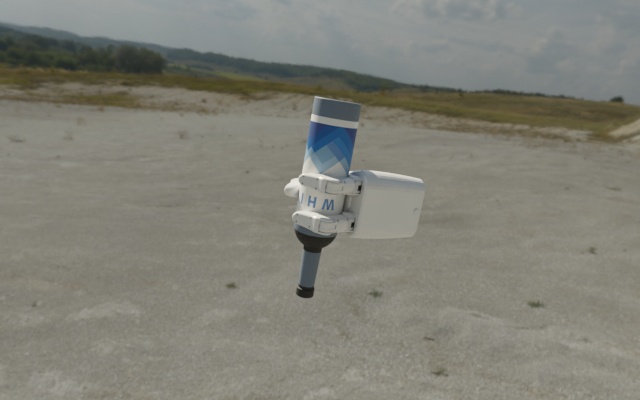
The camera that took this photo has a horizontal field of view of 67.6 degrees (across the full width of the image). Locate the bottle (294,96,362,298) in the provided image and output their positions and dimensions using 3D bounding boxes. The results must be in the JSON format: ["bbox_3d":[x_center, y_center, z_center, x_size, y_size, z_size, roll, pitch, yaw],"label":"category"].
[{"bbox_3d":[0.000,0.002,0.696,0.069,0.296,0.069,9,13,-2],"label":"bottle"}]
